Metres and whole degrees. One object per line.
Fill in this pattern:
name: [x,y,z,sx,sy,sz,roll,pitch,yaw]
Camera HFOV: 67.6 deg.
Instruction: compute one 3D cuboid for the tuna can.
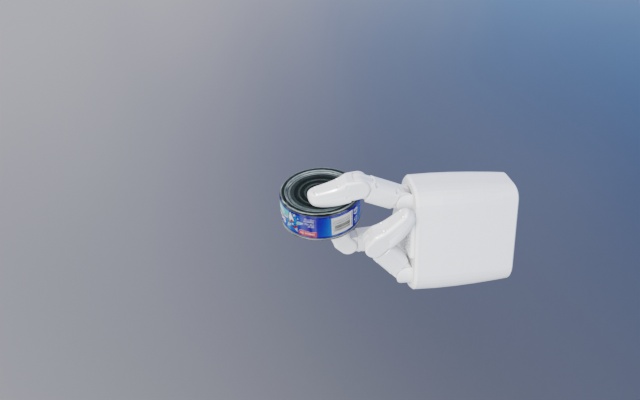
tuna can: [0.000,0.001,0.499,0.086,0.034,0.086,-2,37,2]
